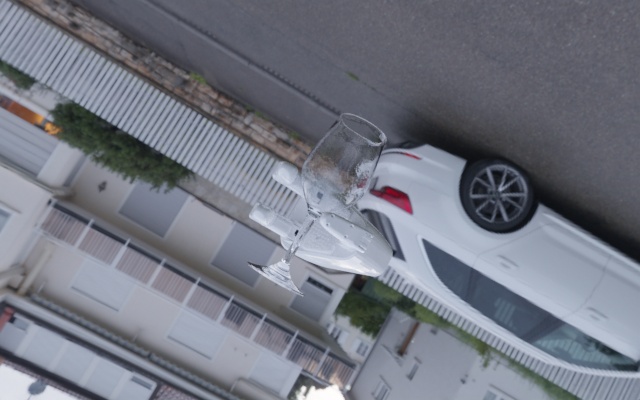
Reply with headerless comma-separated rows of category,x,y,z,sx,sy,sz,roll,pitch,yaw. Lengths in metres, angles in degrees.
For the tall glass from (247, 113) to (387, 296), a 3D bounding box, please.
tall glass,0.000,0.002,0.540,0.079,0.201,0.079,30,-6,3
